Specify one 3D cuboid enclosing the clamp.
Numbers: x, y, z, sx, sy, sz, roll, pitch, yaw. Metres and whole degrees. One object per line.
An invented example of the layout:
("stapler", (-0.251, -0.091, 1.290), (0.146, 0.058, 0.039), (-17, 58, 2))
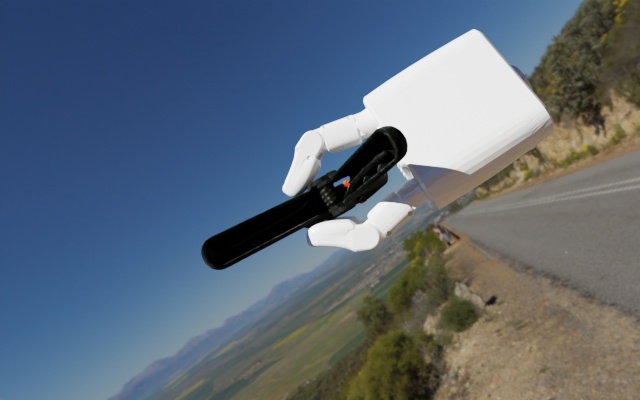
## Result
("clamp", (0.000, 0.001, 0.406), (0.164, 0.036, 0.210), (-30, -5, 9))
